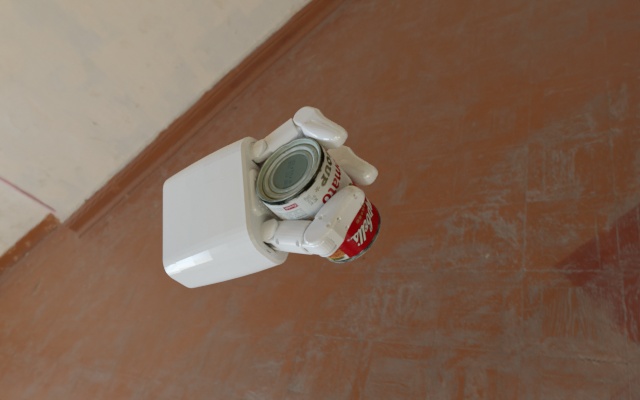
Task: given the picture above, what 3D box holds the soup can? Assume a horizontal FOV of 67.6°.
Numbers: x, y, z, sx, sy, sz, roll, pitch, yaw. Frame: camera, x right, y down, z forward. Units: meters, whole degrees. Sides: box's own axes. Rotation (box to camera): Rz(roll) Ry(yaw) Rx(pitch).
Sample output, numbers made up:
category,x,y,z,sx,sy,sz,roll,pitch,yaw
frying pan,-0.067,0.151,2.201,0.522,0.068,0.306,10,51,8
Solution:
category,x,y,z,sx,sy,sz,roll,pitch,yaw
soup can,0.000,0.001,0.418,0.068,0.068,0.102,0,-33,39
